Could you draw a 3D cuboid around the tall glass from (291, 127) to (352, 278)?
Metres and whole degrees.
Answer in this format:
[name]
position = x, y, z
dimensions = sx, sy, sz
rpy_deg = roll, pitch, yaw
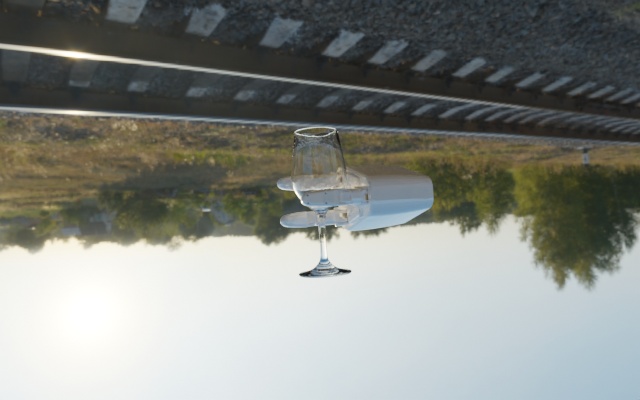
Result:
[tall glass]
position = 0.000, 0.003, 0.665
dimensions = 0.079, 0.201, 0.079
rpy_deg = -4, -1, 0
